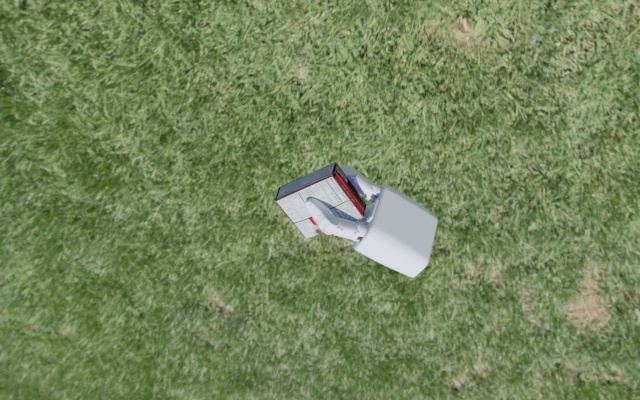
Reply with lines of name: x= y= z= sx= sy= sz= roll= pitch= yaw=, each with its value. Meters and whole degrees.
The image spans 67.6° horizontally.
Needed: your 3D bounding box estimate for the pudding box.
pudding box: x=0.000 y=0.003 z=0.730 sx=0.113 sy=0.090 sz=0.039 roll=-23 pitch=29 yaw=27
